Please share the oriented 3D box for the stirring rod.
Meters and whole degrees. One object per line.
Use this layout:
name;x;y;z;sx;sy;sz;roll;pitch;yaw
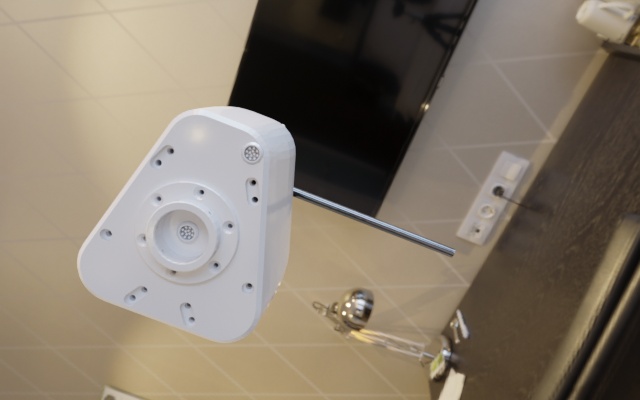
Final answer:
stirring rod;0.000;0.001;0.400;0.239;0.011;0.011;21;-1;-2
